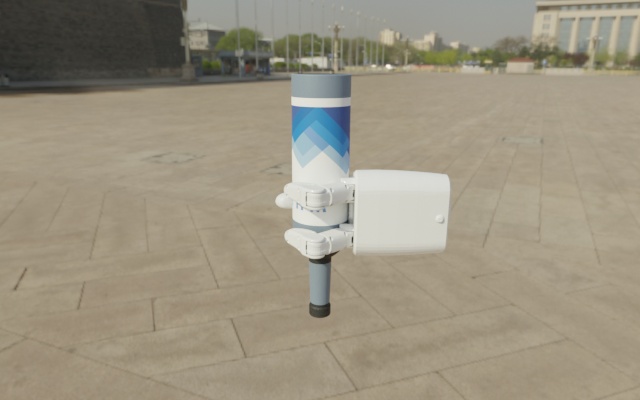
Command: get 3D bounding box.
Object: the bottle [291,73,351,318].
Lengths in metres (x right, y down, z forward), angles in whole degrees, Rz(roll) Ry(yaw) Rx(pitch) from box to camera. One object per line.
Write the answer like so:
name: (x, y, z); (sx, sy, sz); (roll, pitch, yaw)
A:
bottle: (0.000, 0.002, 0.568); (0.069, 0.296, 0.069); (0, 16, 0)
